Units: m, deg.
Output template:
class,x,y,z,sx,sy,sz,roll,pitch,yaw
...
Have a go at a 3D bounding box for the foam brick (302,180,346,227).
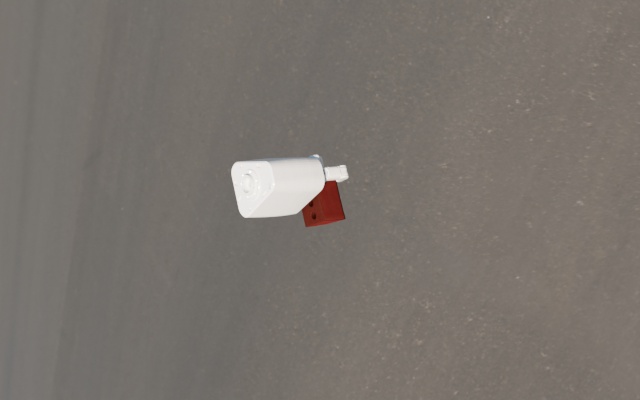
class,x,y,z,sx,sy,sz,roll,pitch,yaw
foam brick,0.000,0.003,0.823,0.051,0.078,0.053,-7,-10,-44
